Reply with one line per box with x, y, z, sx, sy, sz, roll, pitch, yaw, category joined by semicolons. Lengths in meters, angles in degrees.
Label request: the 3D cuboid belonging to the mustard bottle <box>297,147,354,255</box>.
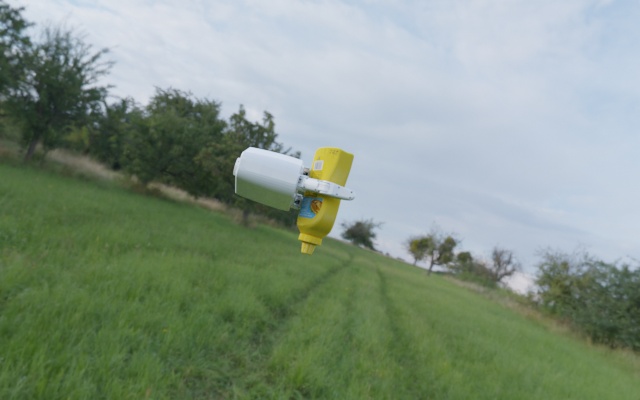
0.001;0.003;0.854;0.058;0.191;0.096;19;-6;-28;mustard bottle
